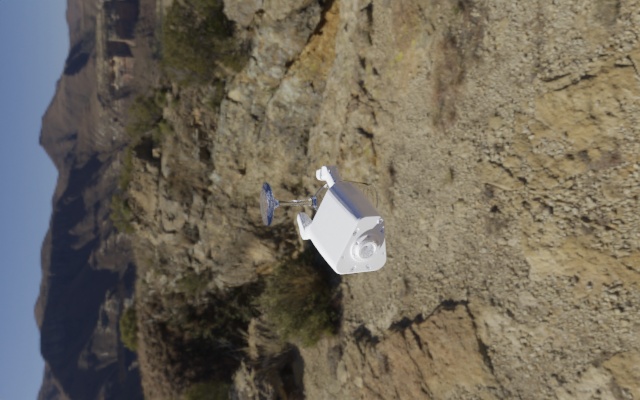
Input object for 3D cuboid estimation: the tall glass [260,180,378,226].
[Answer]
[{"bbox_3d":[-0.001,0.003,0.845,0.201,0.079,0.079,-2,1,-23],"label":"tall glass"}]
